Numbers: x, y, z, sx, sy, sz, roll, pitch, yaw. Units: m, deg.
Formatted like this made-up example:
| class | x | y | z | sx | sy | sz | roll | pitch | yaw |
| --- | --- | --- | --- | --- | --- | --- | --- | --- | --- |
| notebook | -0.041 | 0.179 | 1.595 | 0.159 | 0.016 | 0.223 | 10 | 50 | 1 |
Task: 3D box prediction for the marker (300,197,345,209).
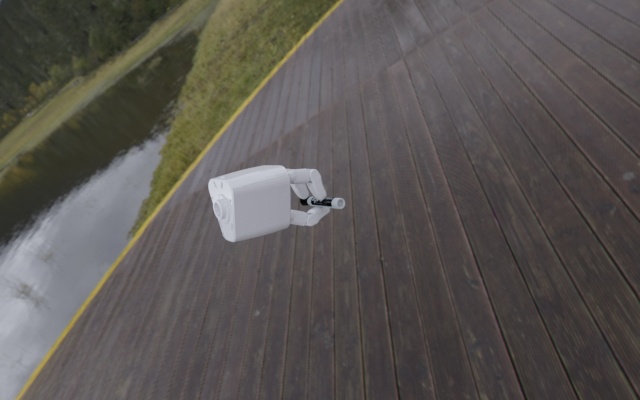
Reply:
| class | x | y | z | sx | sy | sz | roll | pitch | yaw |
| --- | --- | --- | --- | --- | --- | --- | --- | --- | --- |
| marker | 0.000 | 0.003 | 0.860 | 0.020 | 0.020 | 0.121 | 0 | 3 | -35 |
